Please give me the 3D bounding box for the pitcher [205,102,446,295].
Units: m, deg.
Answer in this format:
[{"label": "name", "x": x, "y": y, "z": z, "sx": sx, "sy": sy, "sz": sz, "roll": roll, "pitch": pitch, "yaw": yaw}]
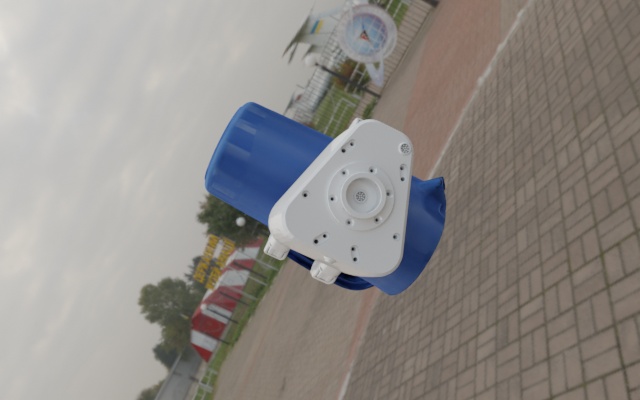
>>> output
[{"label": "pitcher", "x": 0.000, "y": 0.002, "z": 0.527, "sx": 0.243, "sy": 0.149, "sz": 0.145, "roll": 27, "pitch": -7, "yaw": -6}]
